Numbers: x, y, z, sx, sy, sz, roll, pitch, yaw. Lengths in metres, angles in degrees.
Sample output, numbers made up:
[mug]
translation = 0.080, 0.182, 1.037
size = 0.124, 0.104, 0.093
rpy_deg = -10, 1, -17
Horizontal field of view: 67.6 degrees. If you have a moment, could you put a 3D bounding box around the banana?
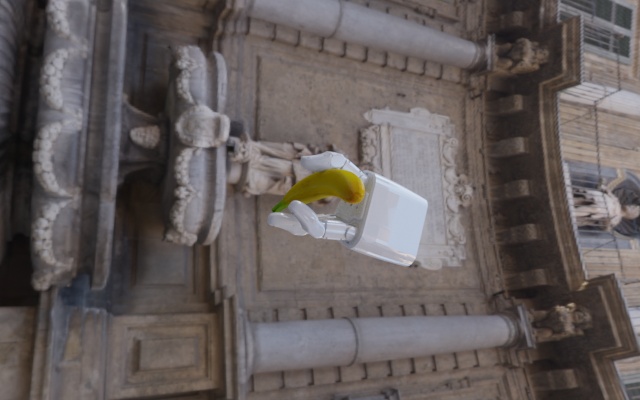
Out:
[banana]
translation = 0.006, -0.013, 0.642
size = 0.037, 0.069, 0.198
rpy_deg = 39, -26, -23
